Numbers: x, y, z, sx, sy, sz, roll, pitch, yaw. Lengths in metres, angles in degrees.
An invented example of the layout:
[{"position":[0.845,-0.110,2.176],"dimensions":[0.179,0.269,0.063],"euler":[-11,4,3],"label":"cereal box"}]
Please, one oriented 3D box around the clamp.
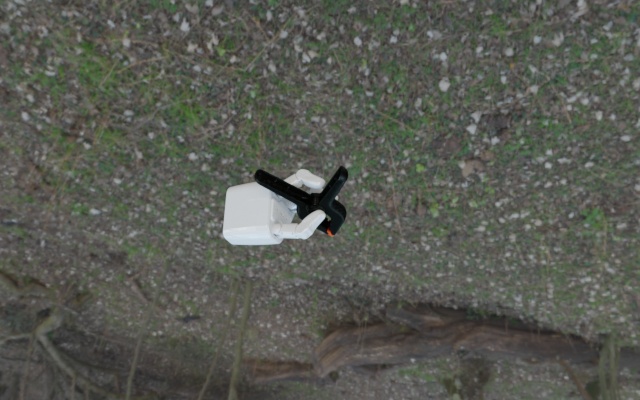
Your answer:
[{"position":[0.000,0.004,0.853],"dimensions":[0.164,0.036,0.210],"euler":[-4,-33,27],"label":"clamp"}]
